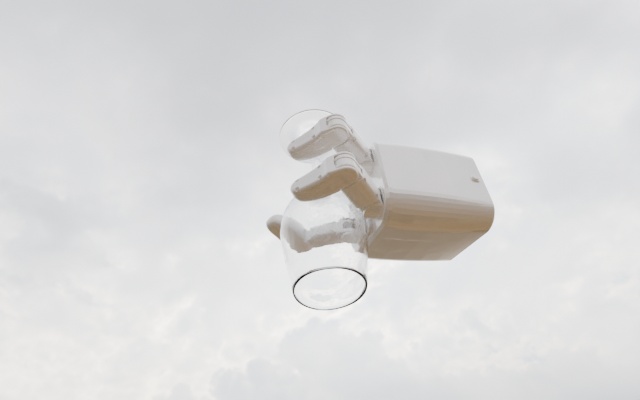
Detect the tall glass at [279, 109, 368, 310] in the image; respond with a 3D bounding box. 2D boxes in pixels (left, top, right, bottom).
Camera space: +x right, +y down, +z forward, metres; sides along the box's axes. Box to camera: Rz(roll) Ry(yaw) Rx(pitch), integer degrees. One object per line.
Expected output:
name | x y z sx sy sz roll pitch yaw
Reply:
tall glass | 0.000 0.001 0.455 0.079 0.200 0.079 -3 -44 -3
